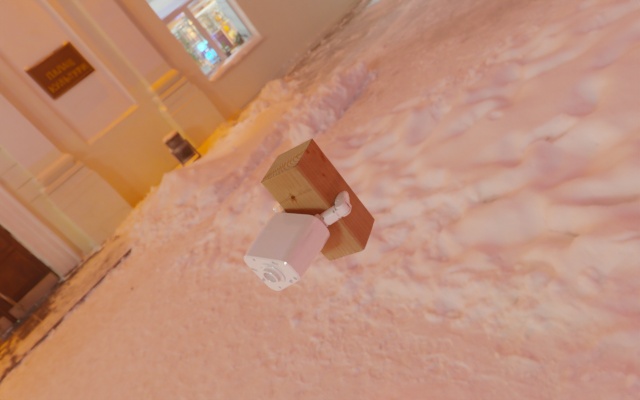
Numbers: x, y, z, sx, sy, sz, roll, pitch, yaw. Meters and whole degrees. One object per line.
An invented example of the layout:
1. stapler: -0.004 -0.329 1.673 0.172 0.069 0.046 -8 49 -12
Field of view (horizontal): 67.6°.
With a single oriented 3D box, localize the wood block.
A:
1. wood block: 0.000 0.003 0.882 0.091 0.206 0.090 -22 28 36
